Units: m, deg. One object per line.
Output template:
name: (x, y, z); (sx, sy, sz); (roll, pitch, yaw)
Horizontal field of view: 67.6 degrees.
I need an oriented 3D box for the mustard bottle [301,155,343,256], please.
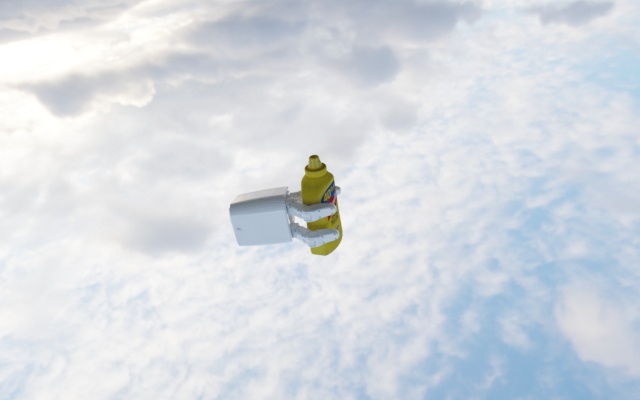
mustard bottle: (0.001, 0.003, 0.898); (0.058, 0.192, 0.096); (6, 34, 24)
